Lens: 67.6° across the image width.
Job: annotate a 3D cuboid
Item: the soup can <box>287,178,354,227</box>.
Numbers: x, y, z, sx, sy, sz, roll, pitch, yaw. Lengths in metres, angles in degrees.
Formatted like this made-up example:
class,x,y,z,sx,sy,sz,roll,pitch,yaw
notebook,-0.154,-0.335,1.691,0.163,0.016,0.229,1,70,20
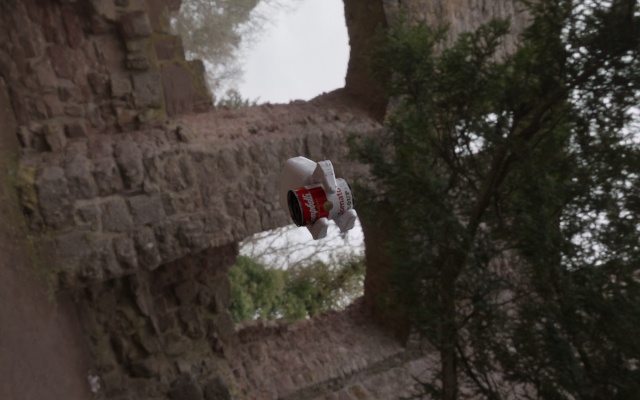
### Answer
class,x,y,z,sx,sy,sz,roll,pitch,yaw
soup can,0.001,0.003,0.849,0.102,0.068,0.068,-14,5,-21
